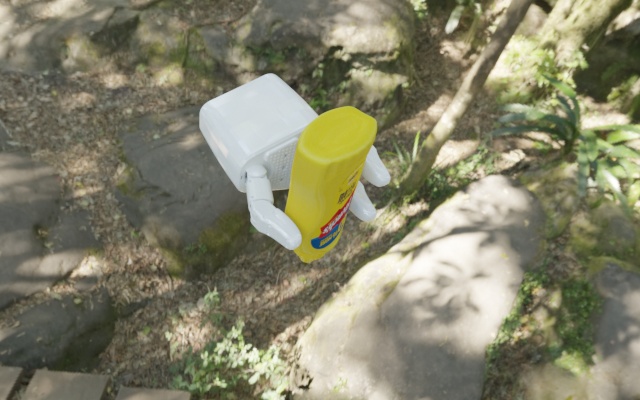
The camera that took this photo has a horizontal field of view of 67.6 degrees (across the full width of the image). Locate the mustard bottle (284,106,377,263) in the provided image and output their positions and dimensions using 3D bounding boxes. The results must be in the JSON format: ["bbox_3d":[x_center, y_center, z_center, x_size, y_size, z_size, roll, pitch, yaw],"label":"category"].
[{"bbox_3d":[0.000,0.002,0.497,0.058,0.192,0.096,31,47,15],"label":"mustard bottle"}]
